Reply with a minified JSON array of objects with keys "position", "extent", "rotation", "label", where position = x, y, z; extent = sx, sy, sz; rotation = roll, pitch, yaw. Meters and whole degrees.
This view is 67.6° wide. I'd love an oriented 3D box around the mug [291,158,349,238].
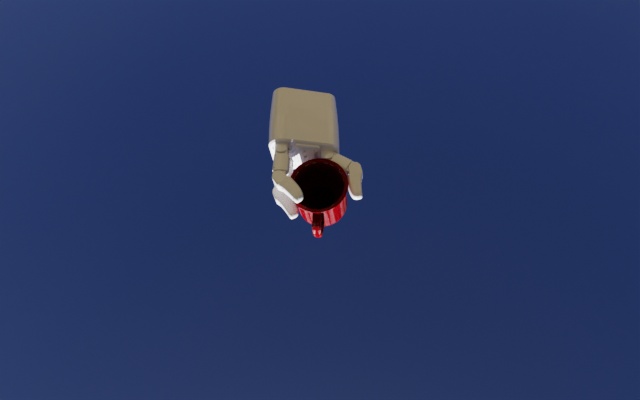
[{"position":[0.000,0.004,0.763],"extent":[0.093,0.117,0.081],"rotation":[-1,-23,6],"label":"mug"}]
